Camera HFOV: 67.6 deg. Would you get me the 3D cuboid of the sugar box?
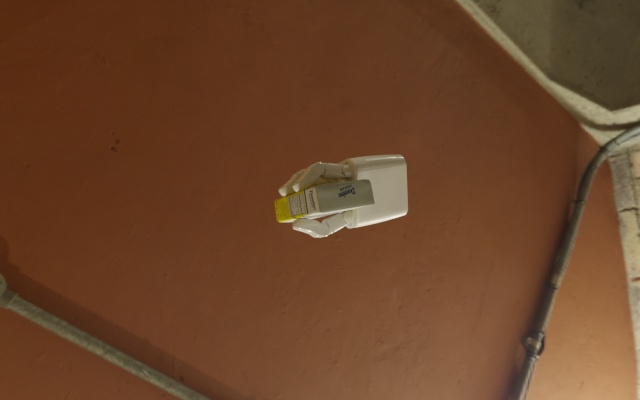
[{"bbox_3d":[0.000,0.002,0.755,0.093,0.048,0.176,-8,-6,-26],"label":"sugar box"}]
